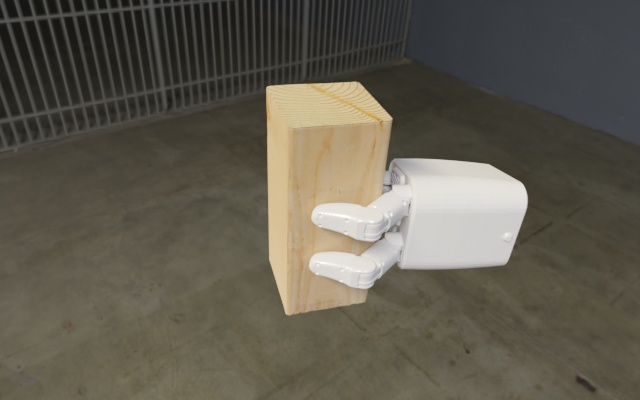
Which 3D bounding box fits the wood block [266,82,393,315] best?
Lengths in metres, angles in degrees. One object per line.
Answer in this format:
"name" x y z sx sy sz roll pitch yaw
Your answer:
"wood block" 0.000 0.001 0.463 0.090 0.206 0.090 -7 35 -14
